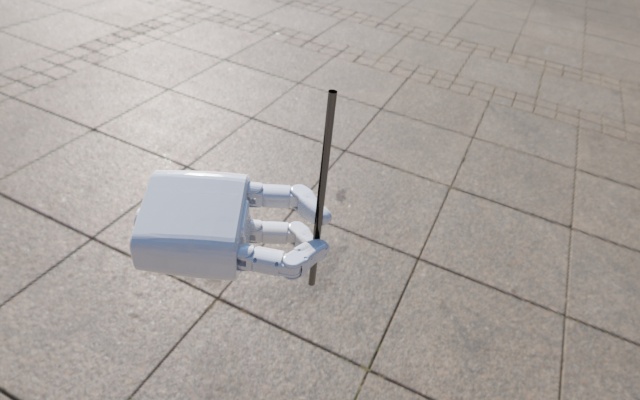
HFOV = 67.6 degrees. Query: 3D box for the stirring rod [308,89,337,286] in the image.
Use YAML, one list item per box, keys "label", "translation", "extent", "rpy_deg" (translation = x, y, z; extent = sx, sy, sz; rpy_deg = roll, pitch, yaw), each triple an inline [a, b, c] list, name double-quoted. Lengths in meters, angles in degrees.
- label: "stirring rod"
  translation: [0.000, 0.002, 0.481]
  extent: [0.011, 0.240, 0.011]
  rpy_deg: [4, 38, -3]
